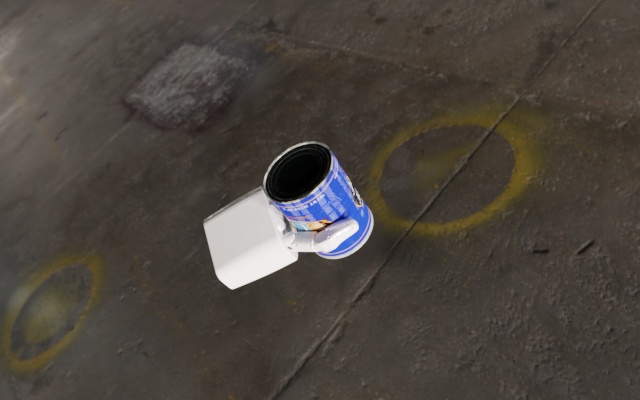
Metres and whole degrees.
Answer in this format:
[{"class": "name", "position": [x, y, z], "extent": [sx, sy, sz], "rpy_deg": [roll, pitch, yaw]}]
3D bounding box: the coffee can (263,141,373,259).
[{"class": "coffee can", "position": [0.000, 0.002, 0.662], "extent": [0.103, 0.102, 0.140], "rpy_deg": [0, -36, 33]}]
